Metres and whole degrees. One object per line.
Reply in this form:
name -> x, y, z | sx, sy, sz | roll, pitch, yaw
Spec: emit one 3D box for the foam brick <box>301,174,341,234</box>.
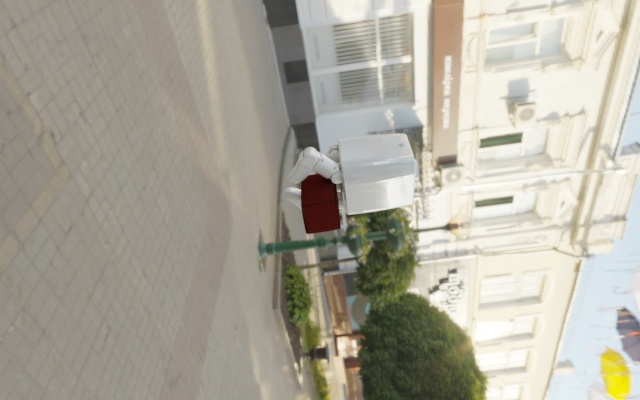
foam brick -> 0.000, 0.003, 0.699 | 0.051, 0.053, 0.078 | -7, 38, 3
